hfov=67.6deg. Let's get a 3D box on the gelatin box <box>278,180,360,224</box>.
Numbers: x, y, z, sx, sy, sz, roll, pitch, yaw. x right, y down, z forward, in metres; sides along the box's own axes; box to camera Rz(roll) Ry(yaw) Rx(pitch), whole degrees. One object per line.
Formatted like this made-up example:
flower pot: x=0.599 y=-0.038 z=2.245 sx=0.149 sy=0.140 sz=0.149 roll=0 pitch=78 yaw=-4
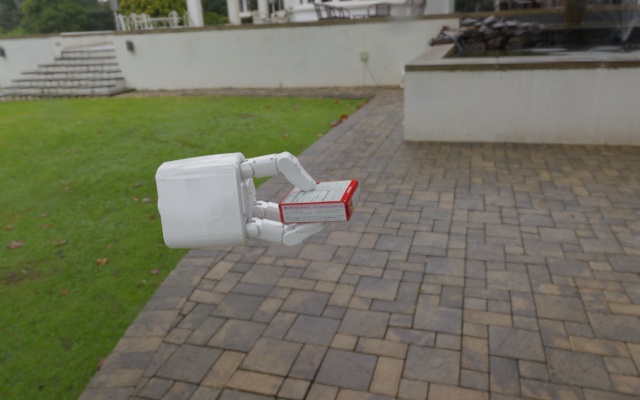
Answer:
gelatin box: x=0.000 y=0.002 z=0.606 sx=0.089 sy=0.030 sz=0.073 roll=-4 pitch=21 yaw=18
